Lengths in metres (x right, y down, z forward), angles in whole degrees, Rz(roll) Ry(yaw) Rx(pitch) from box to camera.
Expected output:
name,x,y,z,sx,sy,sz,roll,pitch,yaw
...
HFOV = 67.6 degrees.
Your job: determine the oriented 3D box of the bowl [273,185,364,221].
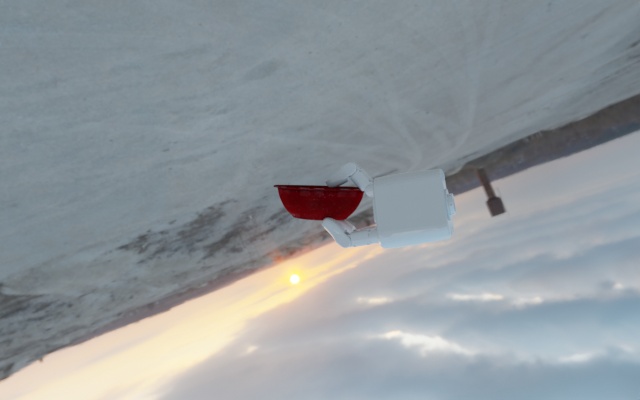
name,x,y,z,sx,sy,sz,roll,pitch,yaw
bowl,-0.001,0.003,0.813,0.162,0.055,0.162,2,3,0
